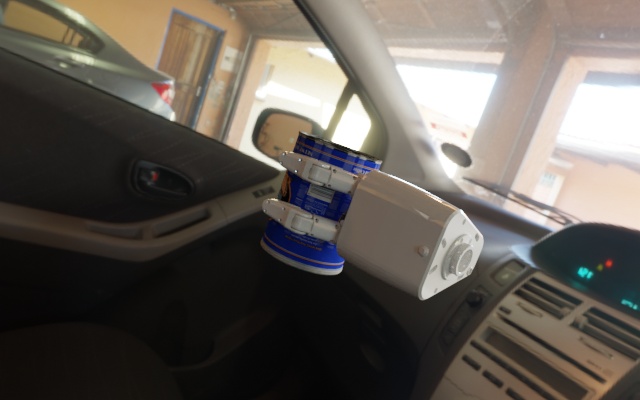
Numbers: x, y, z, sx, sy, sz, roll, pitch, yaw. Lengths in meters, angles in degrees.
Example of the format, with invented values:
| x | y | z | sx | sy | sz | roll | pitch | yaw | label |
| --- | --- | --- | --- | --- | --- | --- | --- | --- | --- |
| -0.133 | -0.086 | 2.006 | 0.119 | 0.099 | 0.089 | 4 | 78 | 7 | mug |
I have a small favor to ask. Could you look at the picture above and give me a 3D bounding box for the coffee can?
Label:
| x | y | z | sx | sy | sz | roll | pitch | yaw | label |
| --- | --- | --- | --- | --- | --- | --- | --- | --- | --- |
| 0.000 | 0.002 | 0.561 | 0.103 | 0.140 | 0.103 | 19 | 9 | -3 | coffee can |
